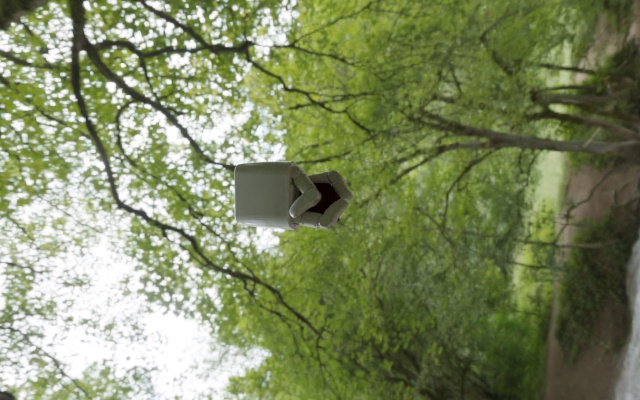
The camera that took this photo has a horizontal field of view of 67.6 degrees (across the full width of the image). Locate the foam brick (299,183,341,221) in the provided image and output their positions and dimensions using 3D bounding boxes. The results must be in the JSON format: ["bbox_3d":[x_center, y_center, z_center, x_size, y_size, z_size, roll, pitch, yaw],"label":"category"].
[{"bbox_3d":[0.000,0.003,0.839,0.051,0.053,0.078,1,-14,19],"label":"foam brick"}]
